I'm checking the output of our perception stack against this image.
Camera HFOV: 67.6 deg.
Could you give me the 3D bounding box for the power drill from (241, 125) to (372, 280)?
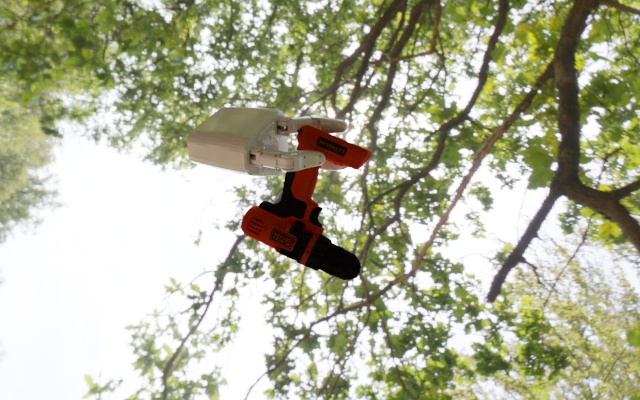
[{"bbox_3d":[0.000,0.002,0.673,0.184,0.187,0.057,25,6,3],"label":"power drill"}]
